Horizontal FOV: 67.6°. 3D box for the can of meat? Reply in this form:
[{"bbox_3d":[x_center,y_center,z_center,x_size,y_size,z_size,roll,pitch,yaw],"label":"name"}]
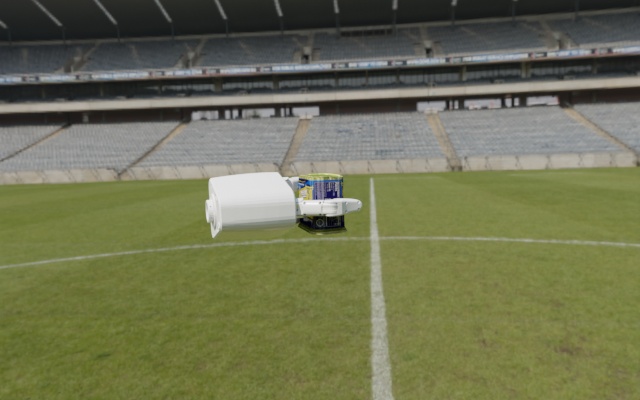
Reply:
[{"bbox_3d":[0.000,0.002,0.729,0.057,0.084,0.102,-4,6,-17],"label":"can of meat"}]
